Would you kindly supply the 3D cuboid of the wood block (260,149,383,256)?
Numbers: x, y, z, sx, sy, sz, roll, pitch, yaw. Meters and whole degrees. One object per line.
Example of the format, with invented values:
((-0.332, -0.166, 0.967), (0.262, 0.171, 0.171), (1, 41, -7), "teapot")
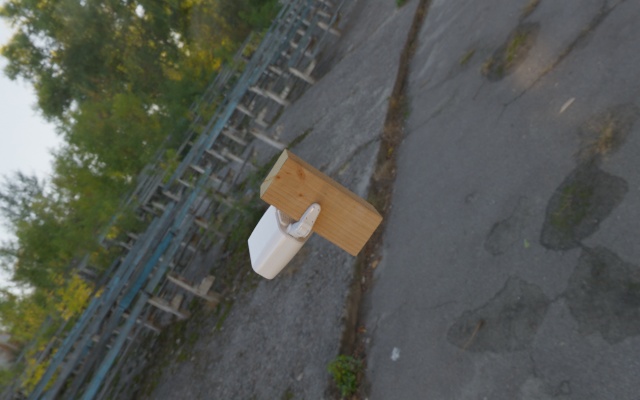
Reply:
((0.000, 0.003, 0.881), (0.206, 0.090, 0.090), (32, 10, -14), "wood block")
